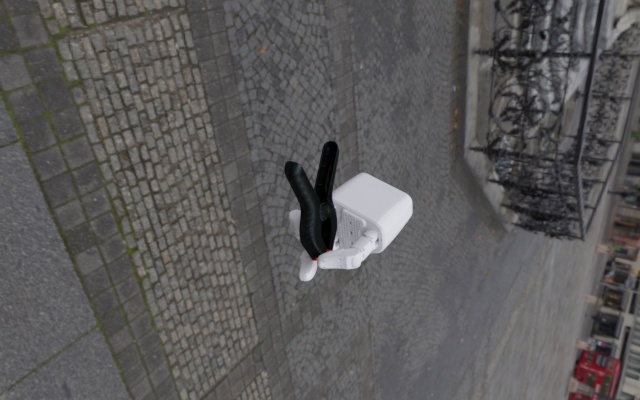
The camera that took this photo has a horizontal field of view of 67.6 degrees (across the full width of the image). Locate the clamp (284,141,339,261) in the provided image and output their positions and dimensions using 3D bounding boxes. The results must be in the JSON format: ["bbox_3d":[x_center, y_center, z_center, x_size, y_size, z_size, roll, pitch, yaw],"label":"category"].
[{"bbox_3d":[0.001,0.002,0.668,0.039,0.172,0.120,13,35,32],"label":"clamp"}]
